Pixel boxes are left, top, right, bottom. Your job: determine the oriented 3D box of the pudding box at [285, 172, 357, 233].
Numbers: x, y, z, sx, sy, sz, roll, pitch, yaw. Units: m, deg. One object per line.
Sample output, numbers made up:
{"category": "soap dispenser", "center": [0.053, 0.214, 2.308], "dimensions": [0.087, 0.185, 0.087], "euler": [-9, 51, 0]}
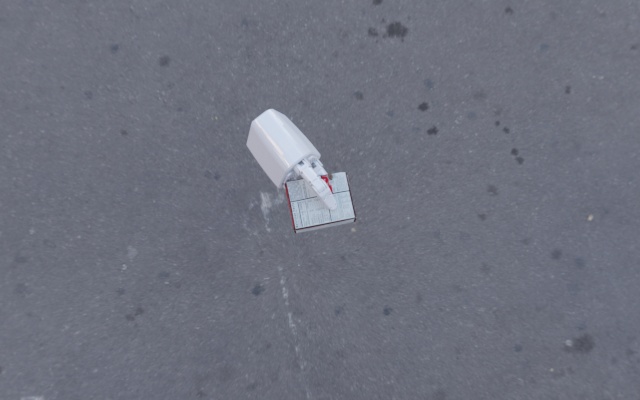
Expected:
{"category": "pudding box", "center": [0.000, 0.003, 0.838], "dimensions": [0.113, 0.090, 0.039], "euler": [-11, -11, -2]}
